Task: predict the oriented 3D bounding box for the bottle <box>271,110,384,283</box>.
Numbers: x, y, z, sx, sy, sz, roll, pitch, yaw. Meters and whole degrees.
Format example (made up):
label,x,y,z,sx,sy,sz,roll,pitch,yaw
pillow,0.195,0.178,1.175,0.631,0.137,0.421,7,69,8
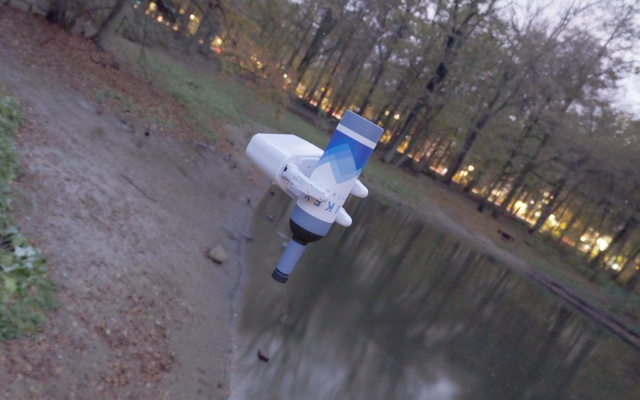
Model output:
label,x,y,z,sx,sy,sz,roll,pitch,yaw
bottle,0.000,0.002,0.763,0.069,0.296,0.069,28,10,-5
